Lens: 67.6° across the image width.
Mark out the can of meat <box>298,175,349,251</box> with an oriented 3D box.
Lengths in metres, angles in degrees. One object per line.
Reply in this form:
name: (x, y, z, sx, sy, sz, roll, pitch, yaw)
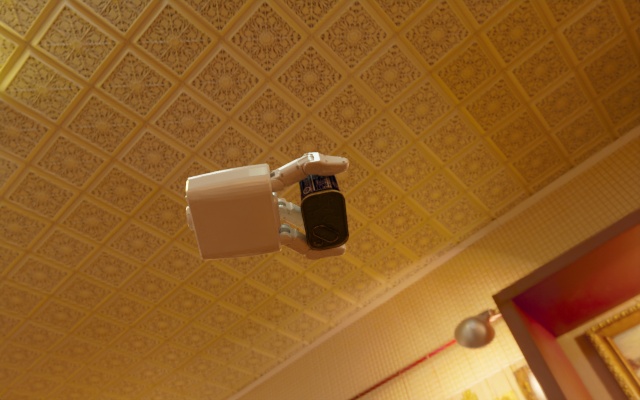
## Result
can of meat: (0.000, 0.002, 0.647, 0.057, 0.102, 0.084, -11, 41, -3)
